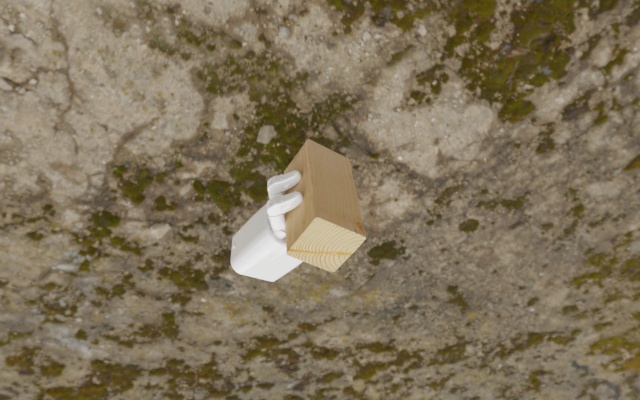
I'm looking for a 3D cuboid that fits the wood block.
[{"bbox_3d":[0.000,0.003,0.787,0.091,0.090,0.206,24,33,-24],"label":"wood block"}]
